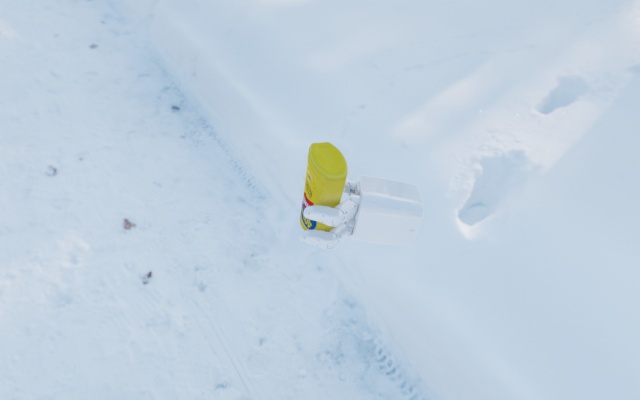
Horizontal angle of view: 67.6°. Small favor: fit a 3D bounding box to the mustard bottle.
[{"bbox_3d":[0.000,0.002,0.810,0.058,0.192,0.096,-7,44,-19],"label":"mustard bottle"}]
